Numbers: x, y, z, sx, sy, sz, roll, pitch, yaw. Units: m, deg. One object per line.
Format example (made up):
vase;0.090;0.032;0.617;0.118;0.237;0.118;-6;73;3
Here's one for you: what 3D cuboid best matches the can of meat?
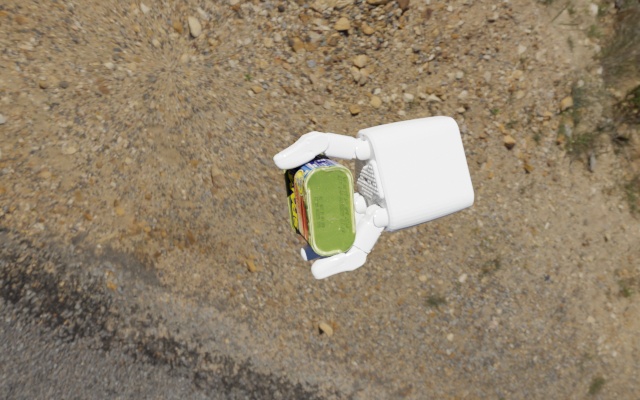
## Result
can of meat;0.000;0.002;0.528;0.057;0.102;0.084;-10;18;-15
